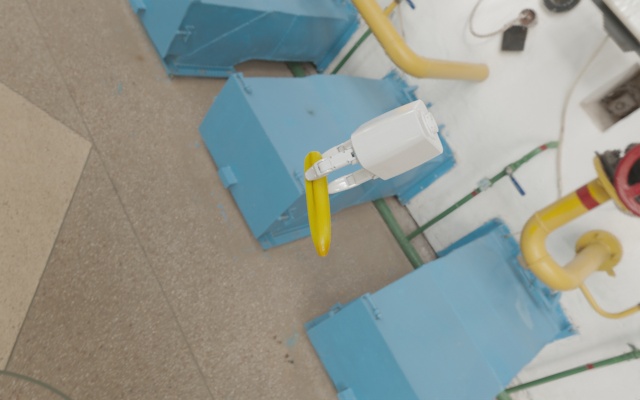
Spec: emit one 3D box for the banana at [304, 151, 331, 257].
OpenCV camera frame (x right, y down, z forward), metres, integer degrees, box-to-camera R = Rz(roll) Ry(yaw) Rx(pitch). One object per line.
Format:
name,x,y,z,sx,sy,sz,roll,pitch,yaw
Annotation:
banana,-0.003,-0.008,0.797,0.037,0.197,0.070,-9,-26,7
